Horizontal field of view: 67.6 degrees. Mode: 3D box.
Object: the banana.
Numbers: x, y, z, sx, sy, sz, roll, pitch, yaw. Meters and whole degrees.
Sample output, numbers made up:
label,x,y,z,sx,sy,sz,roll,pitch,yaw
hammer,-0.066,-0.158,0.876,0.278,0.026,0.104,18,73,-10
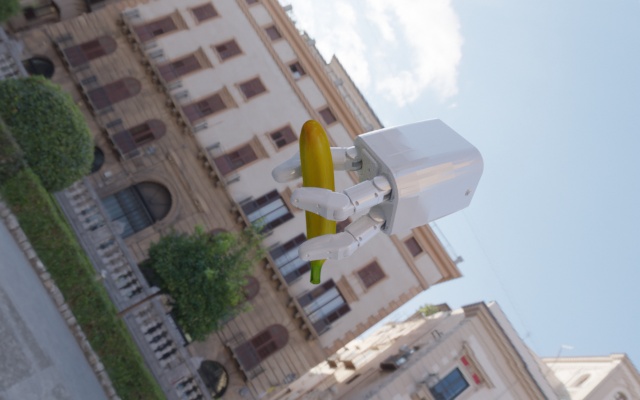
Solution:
label,x,y,z,sx,sy,sz,roll,pitch,yaw
banana,-0.001,-0.004,0.530,0.037,0.198,0.069,-4,29,-2
